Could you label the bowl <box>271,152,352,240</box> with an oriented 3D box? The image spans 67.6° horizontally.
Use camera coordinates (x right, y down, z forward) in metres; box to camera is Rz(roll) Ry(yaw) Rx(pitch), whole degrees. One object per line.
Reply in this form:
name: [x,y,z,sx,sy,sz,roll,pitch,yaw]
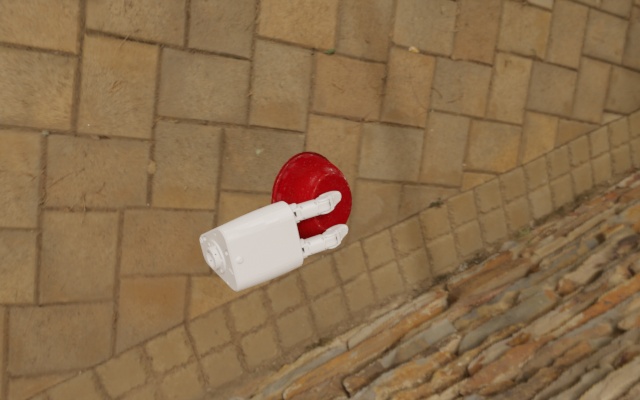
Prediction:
bowl: [0.001,0.002,0.757,0.055,0.162,0.162,3,2,44]
